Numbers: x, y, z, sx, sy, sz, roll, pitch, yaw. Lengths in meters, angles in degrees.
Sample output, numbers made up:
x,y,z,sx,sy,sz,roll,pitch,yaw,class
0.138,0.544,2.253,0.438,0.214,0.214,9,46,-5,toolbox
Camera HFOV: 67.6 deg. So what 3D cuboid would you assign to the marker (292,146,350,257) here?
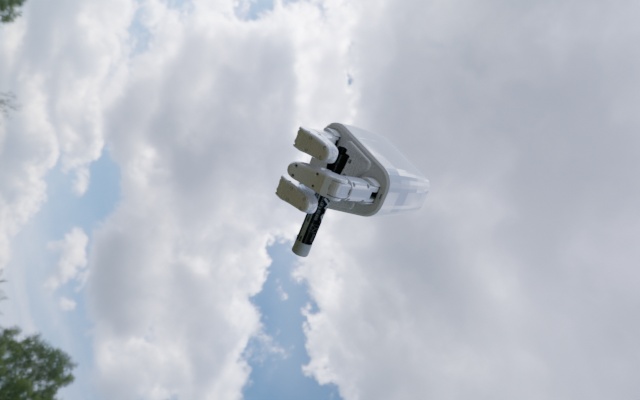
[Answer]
x,y,z,sx,sy,sz,roll,pitch,yaw,class
0.000,0.002,0.486,0.020,0.121,0.020,20,16,-6,marker
